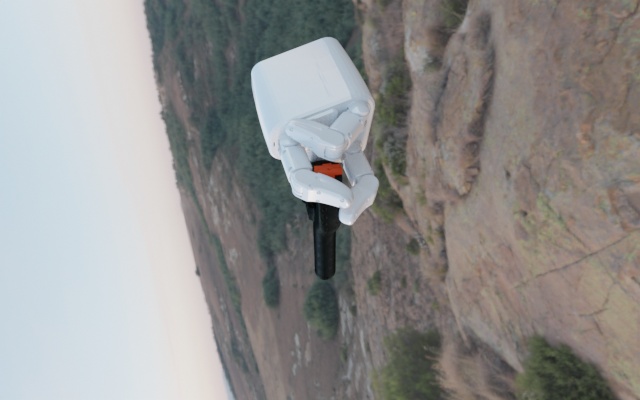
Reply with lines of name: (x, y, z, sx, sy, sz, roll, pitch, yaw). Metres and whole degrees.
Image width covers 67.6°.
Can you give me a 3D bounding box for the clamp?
clamp: (0.000, 0.002, 0.542, 0.039, 0.120, 0.172, -11, -35, -14)
